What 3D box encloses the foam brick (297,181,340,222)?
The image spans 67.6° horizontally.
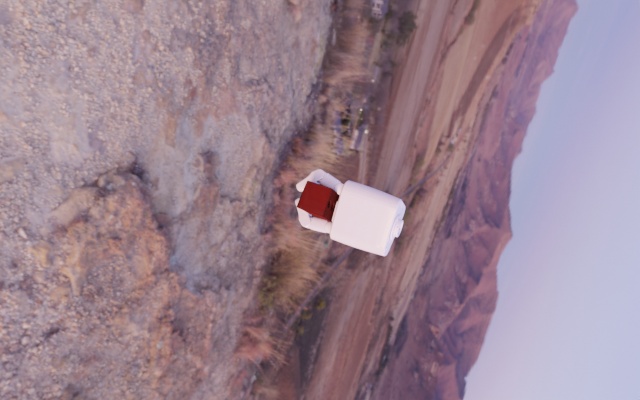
[{"bbox_3d":[0.000,0.003,0.862,0.051,0.053,0.078,20,-4,19],"label":"foam brick"}]
